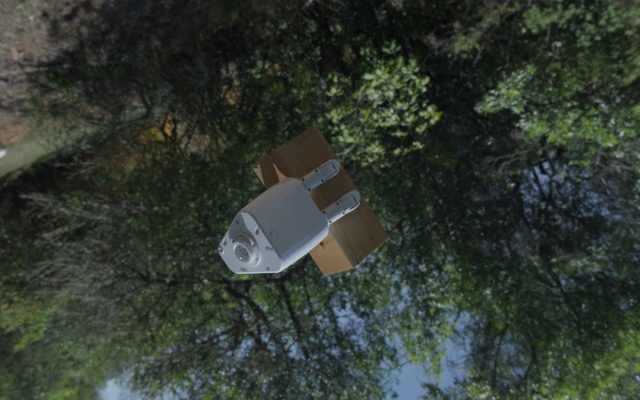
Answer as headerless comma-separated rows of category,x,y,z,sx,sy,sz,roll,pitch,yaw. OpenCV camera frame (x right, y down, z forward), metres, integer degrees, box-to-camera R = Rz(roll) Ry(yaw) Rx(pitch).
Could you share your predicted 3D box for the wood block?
wood block,0.000,0.003,0.743,0.090,0.206,0.091,-35,4,-34
